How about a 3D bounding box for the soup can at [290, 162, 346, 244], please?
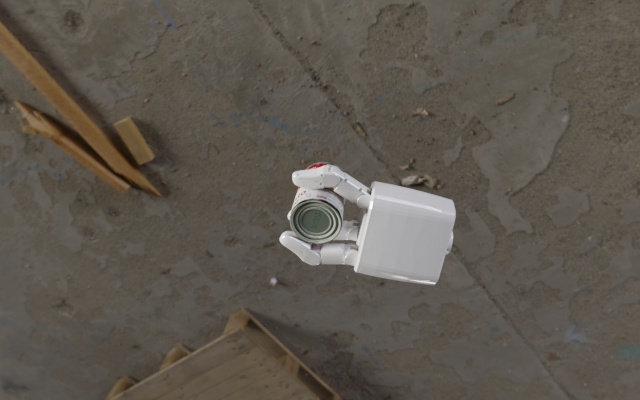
[{"bbox_3d":[0.000,0.002,0.629,0.068,0.068,0.102,0,31,8],"label":"soup can"}]
